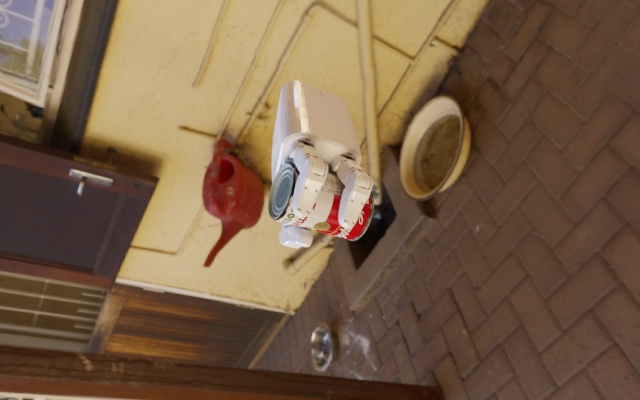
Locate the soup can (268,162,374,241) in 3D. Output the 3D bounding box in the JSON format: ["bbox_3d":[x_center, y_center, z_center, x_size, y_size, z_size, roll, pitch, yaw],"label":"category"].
[{"bbox_3d":[0.000,0.002,0.542,0.102,0.068,0.068,16,-7,-25],"label":"soup can"}]
